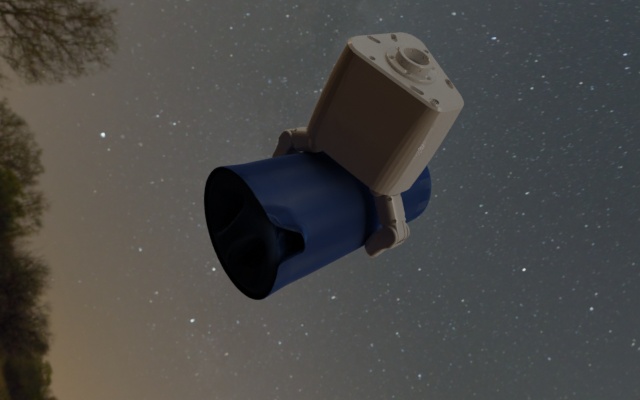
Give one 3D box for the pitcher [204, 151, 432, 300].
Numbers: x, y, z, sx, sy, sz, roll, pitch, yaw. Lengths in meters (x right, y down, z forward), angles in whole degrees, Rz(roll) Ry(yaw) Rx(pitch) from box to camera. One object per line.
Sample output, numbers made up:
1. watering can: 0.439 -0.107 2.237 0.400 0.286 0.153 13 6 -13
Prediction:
1. pitcher: 0.000 0.002 0.532 0.243 0.149 0.145 -18 -30 -36
